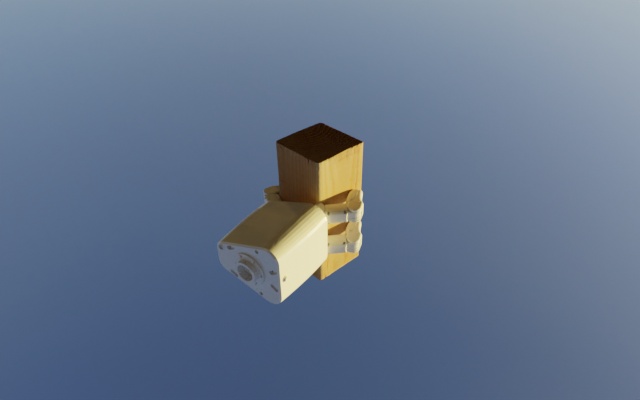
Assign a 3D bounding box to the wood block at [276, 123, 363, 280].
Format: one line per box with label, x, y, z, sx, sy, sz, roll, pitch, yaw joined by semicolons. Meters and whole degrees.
wood block;0.000;0.002;0.717;0.090;0.206;0.090;-29;44;-34
